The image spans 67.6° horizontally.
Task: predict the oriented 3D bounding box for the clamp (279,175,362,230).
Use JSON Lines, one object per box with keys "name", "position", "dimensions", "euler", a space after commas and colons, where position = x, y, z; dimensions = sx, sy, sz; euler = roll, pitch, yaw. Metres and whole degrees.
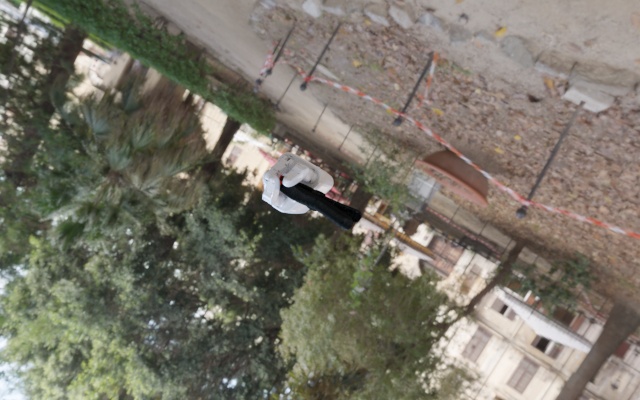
{"name": "clamp", "position": [0.000, 0.003, 0.881], "dimensions": [0.171, 0.039, 0.120], "euler": [32, 6, 18]}
